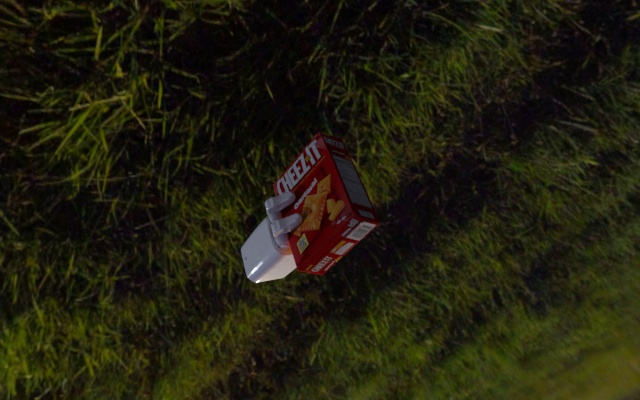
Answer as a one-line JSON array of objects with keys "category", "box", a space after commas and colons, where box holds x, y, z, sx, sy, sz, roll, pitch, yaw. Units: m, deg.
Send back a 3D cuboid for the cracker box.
[{"category": "cracker box", "box": [0.000, 0.003, 0.886, 0.072, 0.213, 0.164, 17, -51, -39]}]
